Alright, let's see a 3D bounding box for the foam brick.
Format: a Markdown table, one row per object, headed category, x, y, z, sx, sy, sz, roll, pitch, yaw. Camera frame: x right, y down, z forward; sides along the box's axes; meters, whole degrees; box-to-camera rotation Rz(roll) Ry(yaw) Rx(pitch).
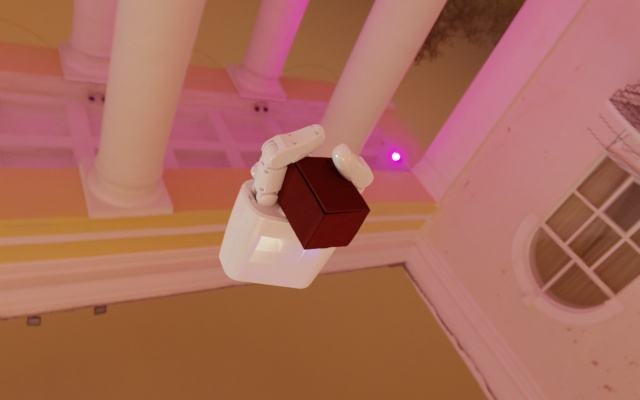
| category | x | y | z | sx | sy | sz | roll | pitch | yaw |
| --- | --- | --- | --- | --- | --- | --- | --- | --- | --- |
| foam brick | 0.000 | 0.002 | 0.454 | 0.053 | 0.051 | 0.078 | -1 | 44 | -34 |
